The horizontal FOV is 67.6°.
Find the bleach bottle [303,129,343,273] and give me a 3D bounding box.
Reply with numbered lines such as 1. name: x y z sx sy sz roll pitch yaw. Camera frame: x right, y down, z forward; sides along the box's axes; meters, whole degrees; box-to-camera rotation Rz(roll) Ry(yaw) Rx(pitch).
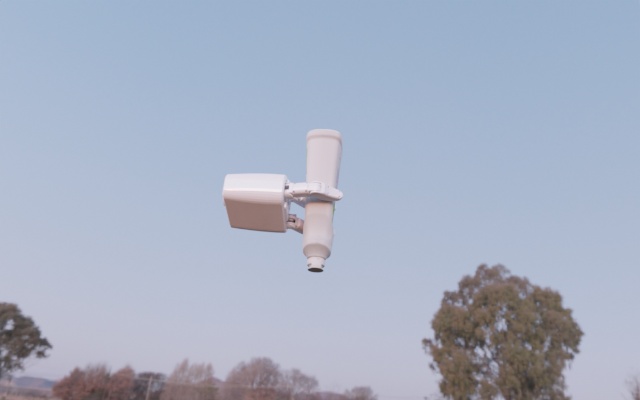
1. bleach bottle: 0.000 0.003 0.862 0.068 0.250 0.103 2 -25 5
